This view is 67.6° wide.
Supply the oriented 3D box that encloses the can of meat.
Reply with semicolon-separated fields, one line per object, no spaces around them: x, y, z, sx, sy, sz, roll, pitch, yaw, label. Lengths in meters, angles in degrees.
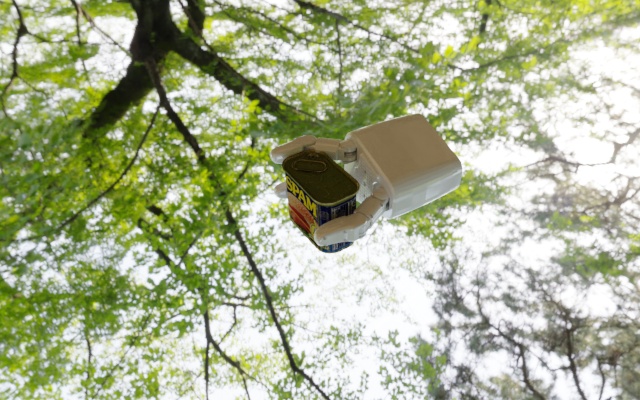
0.000;0.002;0.564;0.057;0.084;0.102;-24;45;-23;can of meat
